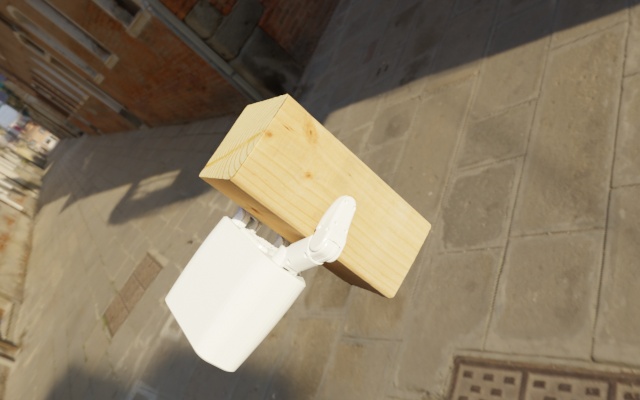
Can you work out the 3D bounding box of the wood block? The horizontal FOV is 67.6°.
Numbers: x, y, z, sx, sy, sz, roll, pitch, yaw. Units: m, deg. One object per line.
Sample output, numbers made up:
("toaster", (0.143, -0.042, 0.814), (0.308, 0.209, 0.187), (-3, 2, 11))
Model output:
("wood block", (0.000, 0.002, 0.472), (0.206, 0.090, 0.091), (39, -16, -27))
